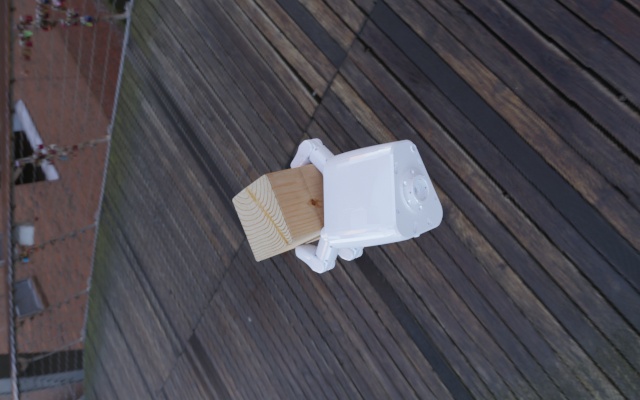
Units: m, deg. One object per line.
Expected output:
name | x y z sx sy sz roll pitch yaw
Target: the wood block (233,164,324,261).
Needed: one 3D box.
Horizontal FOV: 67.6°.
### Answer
wood block | 0.000 0.002 0.652 0.206 0.091 0.090 -16 -10 -42
